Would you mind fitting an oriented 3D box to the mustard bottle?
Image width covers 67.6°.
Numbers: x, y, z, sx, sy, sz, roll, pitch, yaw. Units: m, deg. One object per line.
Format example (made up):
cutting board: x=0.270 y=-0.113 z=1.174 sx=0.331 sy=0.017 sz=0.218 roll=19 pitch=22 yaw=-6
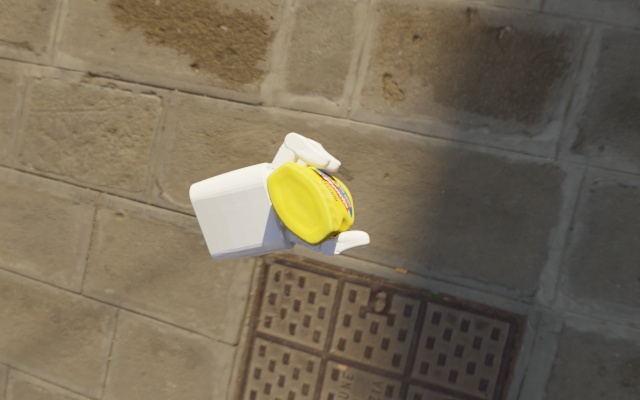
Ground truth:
mustard bottle: x=0.000 y=0.002 z=0.602 sx=0.058 sy=0.096 sz=0.191 roll=-38 pitch=-8 yaw=12
